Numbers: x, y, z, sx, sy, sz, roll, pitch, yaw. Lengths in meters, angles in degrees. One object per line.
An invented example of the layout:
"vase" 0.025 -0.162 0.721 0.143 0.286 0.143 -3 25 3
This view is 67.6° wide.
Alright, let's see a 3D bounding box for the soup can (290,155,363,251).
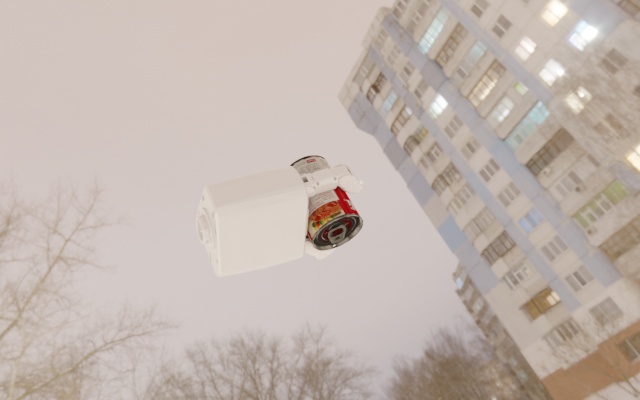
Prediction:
"soup can" 0.000 0.002 0.596 0.068 0.102 0.069 -21 -32 -14
